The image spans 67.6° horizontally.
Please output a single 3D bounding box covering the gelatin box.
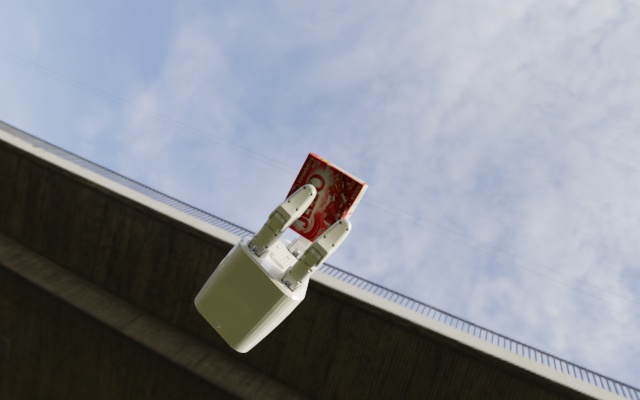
[{"bbox_3d":[0.000,0.001,0.544,0.073,0.089,0.030,32,11,12],"label":"gelatin box"}]
